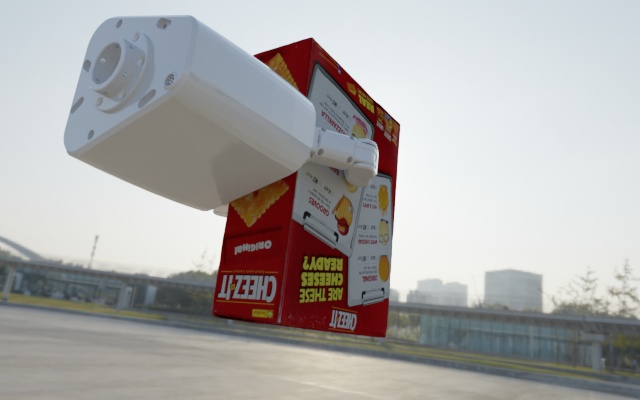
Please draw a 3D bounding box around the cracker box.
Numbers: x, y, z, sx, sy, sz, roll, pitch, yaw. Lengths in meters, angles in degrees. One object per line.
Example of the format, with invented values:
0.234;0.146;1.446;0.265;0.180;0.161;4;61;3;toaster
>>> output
0.000;0.001;0.411;0.072;0.213;0.164;-4;-18;33;cracker box
